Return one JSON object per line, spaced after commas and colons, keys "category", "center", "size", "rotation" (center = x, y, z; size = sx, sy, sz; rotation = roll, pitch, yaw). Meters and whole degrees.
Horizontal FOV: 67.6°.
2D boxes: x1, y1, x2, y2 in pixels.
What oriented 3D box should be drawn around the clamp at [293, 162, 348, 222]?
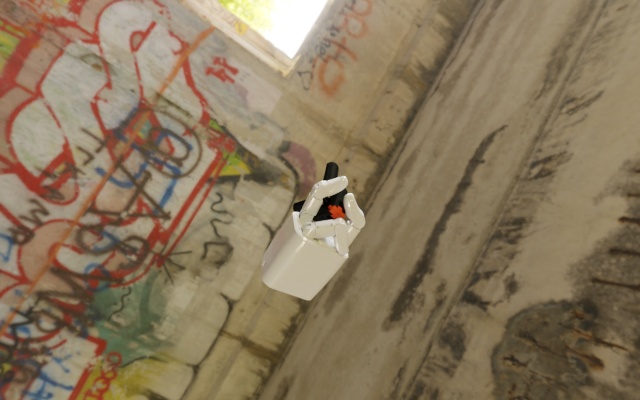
{"category": "clamp", "center": [0.001, 0.003, 0.847], "size": [0.039, 0.120, 0.171], "rotation": [32, 15, -18]}
